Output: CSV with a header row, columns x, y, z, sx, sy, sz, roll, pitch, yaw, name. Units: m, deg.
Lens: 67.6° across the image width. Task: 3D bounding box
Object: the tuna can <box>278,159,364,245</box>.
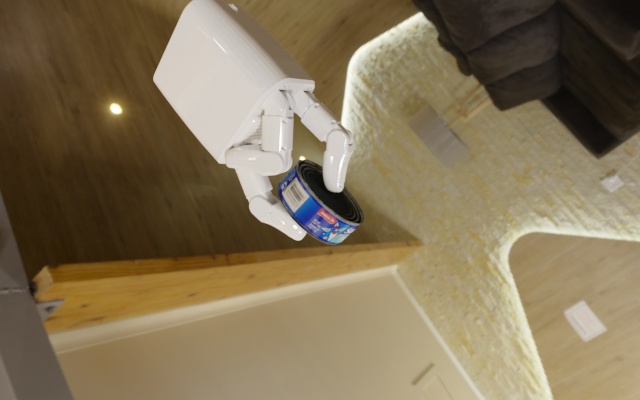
x,y,z,sx,sy,sz,roll,pitch,yaw,name
0.000,0.002,0.465,0.034,0.086,0.086,-46,-19,19,tuna can
